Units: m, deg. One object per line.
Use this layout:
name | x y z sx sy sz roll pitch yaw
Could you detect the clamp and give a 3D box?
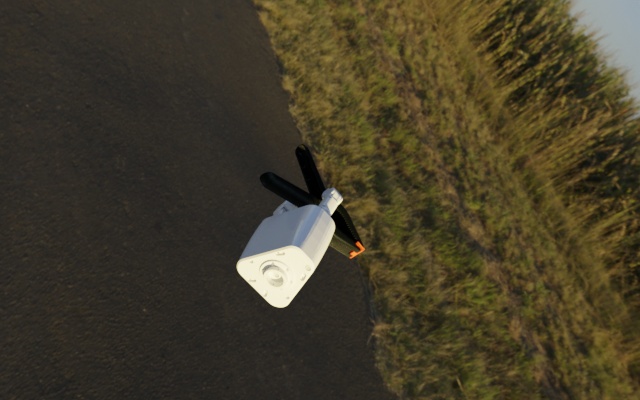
clamp | 0.001 0.003 0.793 0.036 0.210 0.164 -35 14 30
